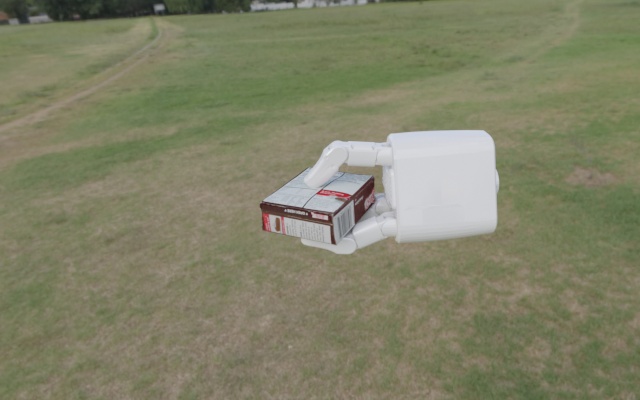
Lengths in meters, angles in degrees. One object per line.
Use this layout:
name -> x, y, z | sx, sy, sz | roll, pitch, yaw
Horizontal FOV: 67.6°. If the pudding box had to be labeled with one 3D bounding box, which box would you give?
pudding box -> 0.000, 0.002, 0.531 | 0.090, 0.039, 0.113 | 8, 26, 26
